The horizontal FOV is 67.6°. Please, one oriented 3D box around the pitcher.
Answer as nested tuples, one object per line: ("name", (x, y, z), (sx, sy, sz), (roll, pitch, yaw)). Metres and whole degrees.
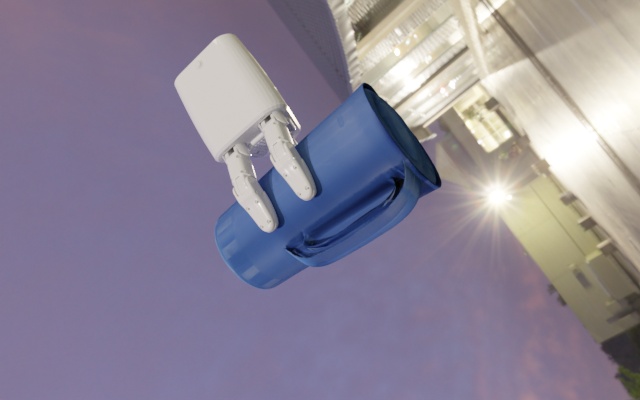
("pitcher", (0.000, 0.002, 0.521), (0.243, 0.145, 0.149), (-37, -13, 21))
